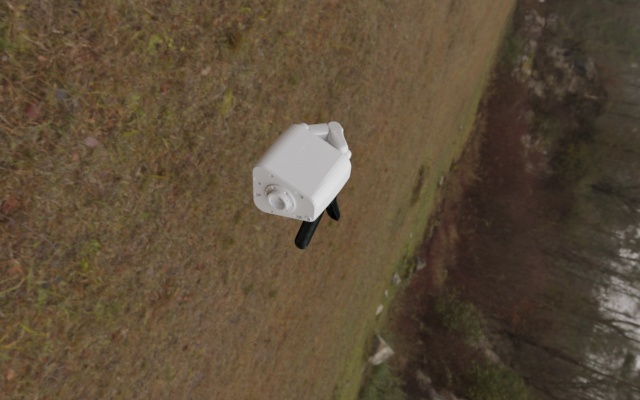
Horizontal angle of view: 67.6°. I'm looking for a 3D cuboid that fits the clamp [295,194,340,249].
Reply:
[{"bbox_3d":[0.001,0.003,0.798,0.039,0.172,0.120,23,48,20],"label":"clamp"}]
